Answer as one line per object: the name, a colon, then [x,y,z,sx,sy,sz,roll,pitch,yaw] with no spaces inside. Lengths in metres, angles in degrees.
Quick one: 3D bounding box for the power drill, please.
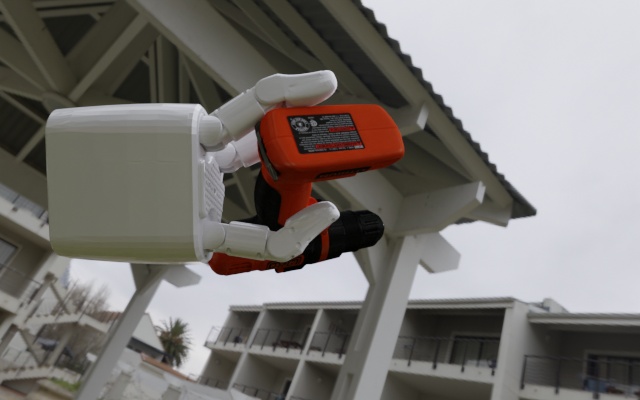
power drill: [0.000,0.001,0.415,0.184,0.057,0.188,-9,-32,-25]
